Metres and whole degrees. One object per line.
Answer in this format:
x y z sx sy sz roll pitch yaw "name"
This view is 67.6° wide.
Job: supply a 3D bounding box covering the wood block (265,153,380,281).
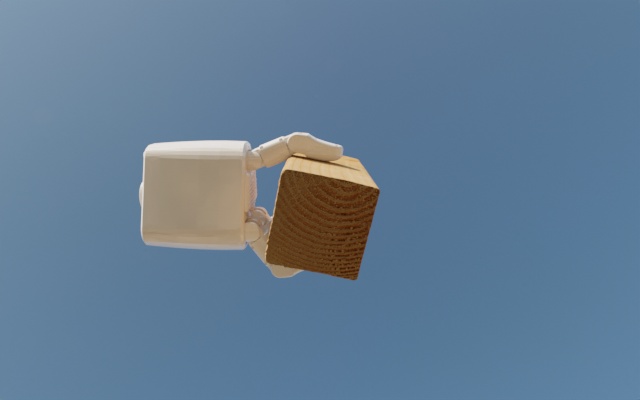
0.000 0.001 0.525 0.090 0.091 0.206 12 12 -3 "wood block"
